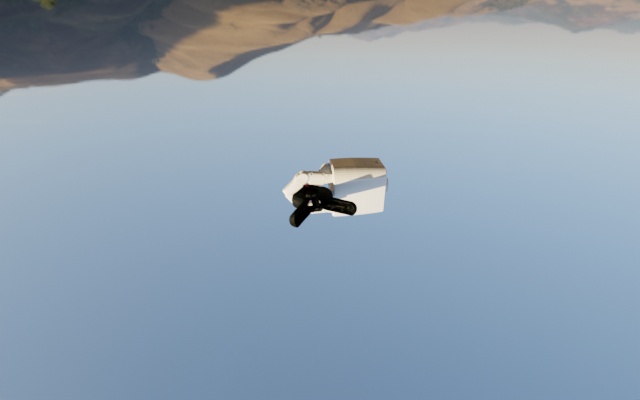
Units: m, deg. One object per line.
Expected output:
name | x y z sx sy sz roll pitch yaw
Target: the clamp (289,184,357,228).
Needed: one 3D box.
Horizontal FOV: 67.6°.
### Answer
clamp | 0.000 0.003 0.892 0.120 0.039 0.171 -3 22 -3
